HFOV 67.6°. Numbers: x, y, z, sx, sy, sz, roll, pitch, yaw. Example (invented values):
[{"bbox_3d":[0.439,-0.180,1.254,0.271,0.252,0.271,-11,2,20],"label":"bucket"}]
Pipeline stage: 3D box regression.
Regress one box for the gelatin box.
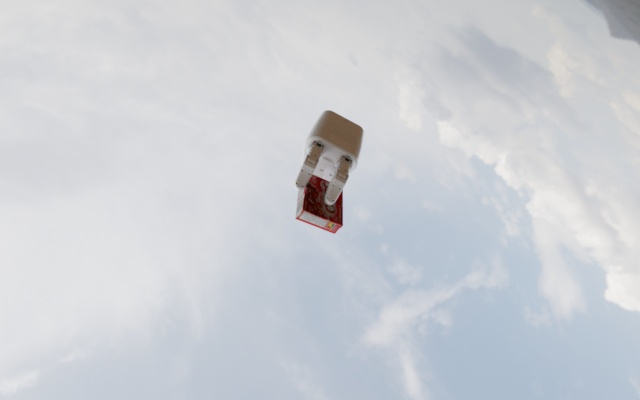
[{"bbox_3d":[0.000,0.003,0.780,0.073,0.089,0.030,23,-46,-19],"label":"gelatin box"}]
